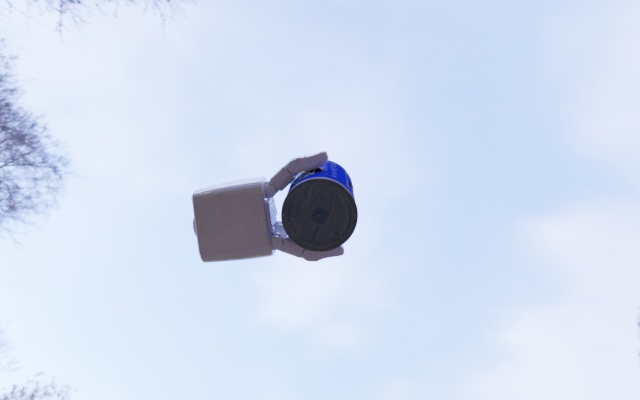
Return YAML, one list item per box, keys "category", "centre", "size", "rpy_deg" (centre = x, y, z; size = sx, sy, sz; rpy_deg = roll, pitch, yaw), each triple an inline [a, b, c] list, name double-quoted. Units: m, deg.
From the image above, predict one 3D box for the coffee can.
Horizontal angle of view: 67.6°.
- category: "coffee can"
  centre: [0.000, 0.002, 0.700]
  size: [0.103, 0.103, 0.140]
  rpy_deg: [0, 15, 1]
